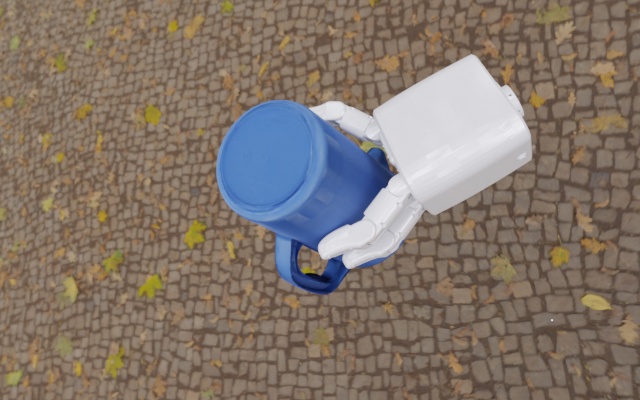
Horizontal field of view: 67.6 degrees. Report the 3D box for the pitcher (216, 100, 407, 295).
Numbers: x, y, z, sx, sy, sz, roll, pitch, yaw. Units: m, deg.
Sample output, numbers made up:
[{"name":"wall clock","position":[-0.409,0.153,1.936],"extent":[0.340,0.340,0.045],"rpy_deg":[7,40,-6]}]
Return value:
[{"name":"pitcher","position":[0.000,0.001,0.498],"extent":[0.145,0.149,0.243],"rpy_deg":[-28,-23,16]}]
